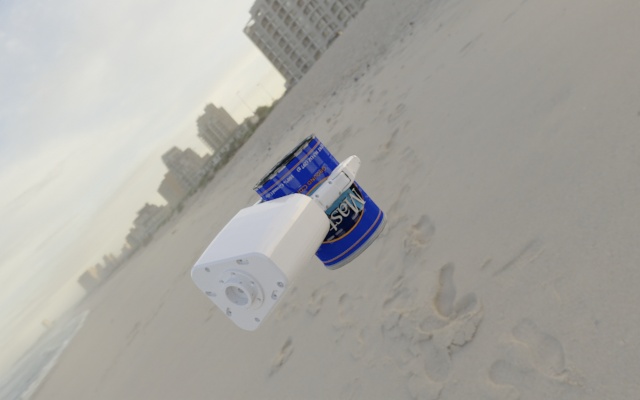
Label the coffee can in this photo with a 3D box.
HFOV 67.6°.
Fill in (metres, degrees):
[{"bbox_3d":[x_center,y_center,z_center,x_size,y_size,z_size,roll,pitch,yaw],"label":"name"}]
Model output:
[{"bbox_3d":[0.000,0.002,0.600,0.103,0.140,0.102,-41,10,9],"label":"coffee can"}]
